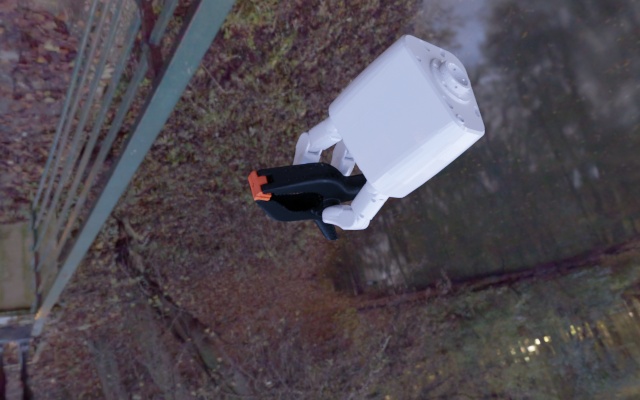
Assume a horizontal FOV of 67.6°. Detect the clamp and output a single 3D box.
[{"bbox_3d":[0.000,0.002,0.552,0.210,0.036,0.165,4,-34,-40],"label":"clamp"}]
